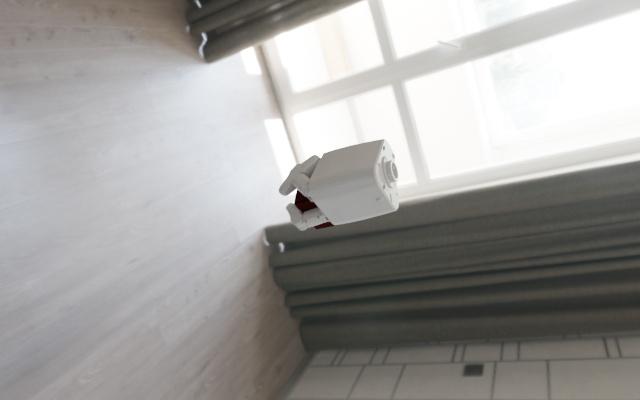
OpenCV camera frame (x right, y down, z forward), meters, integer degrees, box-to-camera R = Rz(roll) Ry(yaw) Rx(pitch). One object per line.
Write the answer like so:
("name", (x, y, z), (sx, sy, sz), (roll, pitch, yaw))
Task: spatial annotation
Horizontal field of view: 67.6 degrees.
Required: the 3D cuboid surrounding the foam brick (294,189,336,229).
("foam brick", (0.000, 0.003, 0.785), (0.051, 0.053, 0.078), (-13, -42, 26))
